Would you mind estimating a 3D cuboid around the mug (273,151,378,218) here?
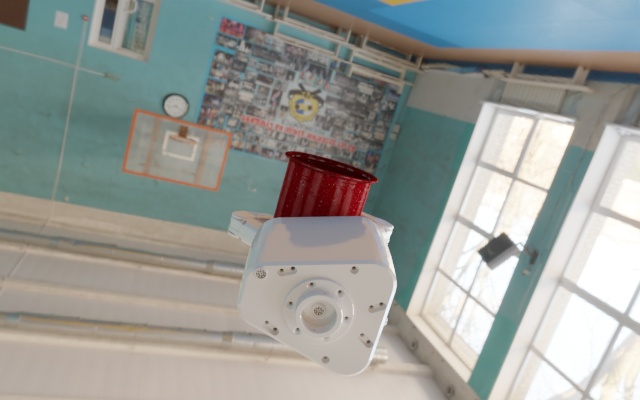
[{"bbox_3d":[0.000,0.001,0.480,0.093,0.081,0.117,16,12,-2],"label":"mug"}]
